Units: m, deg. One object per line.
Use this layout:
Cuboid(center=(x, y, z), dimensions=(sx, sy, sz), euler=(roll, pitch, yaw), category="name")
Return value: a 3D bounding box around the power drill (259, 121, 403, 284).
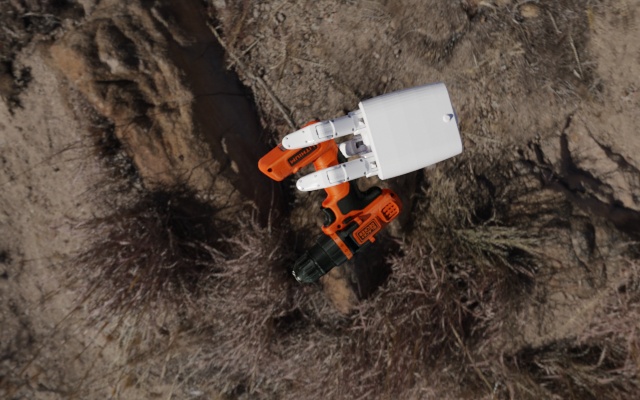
Cuboid(center=(0.000, 0.002, 0.649), dimensions=(0.184, 0.188, 0.057), euler=(-39, 25, -6), category="power drill")
